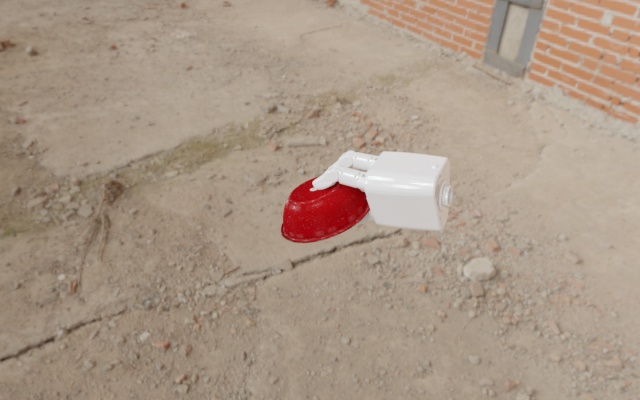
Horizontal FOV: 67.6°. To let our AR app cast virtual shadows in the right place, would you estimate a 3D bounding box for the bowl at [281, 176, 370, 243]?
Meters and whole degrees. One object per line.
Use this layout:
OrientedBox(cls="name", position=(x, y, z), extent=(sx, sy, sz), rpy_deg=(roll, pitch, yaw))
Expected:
OrientedBox(cls="bowl", position=(-0.001, 0.002, 0.793), extent=(0.162, 0.055, 0.162), rpy_deg=(-18, 24, 9))
